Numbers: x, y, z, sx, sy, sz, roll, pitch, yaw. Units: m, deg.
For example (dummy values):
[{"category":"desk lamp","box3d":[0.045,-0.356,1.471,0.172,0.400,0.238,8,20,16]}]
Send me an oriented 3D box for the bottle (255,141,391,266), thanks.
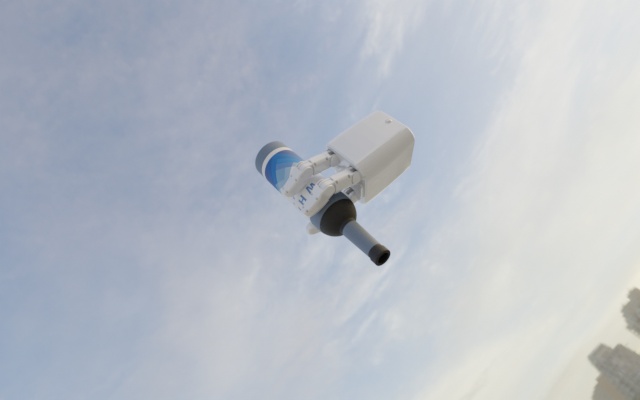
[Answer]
[{"category":"bottle","box3d":[0.000,0.002,0.741,0.069,0.069,0.295,0,31,-43]}]
